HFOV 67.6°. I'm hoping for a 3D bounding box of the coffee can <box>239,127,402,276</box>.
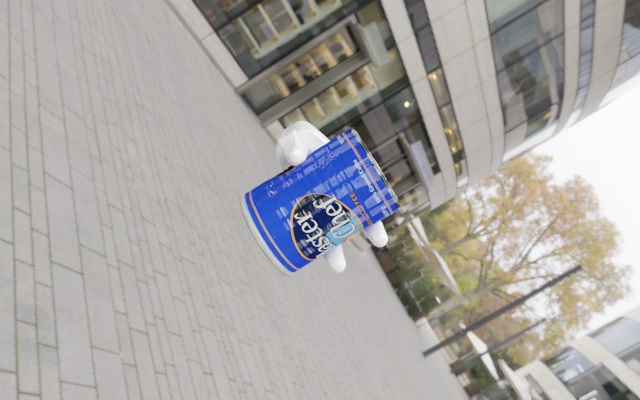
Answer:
[{"bbox_3d":[0.000,0.002,0.511,0.140,0.103,0.103,-31,-3,5],"label":"coffee can"}]
